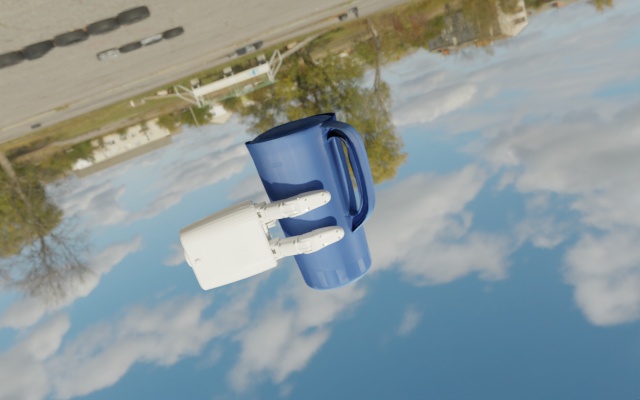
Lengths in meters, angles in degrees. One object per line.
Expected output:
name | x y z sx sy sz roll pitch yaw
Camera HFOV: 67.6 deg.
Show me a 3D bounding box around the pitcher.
pitcher | 0.000 0.002 0.688 0.145 0.243 0.149 -20 16 -4
